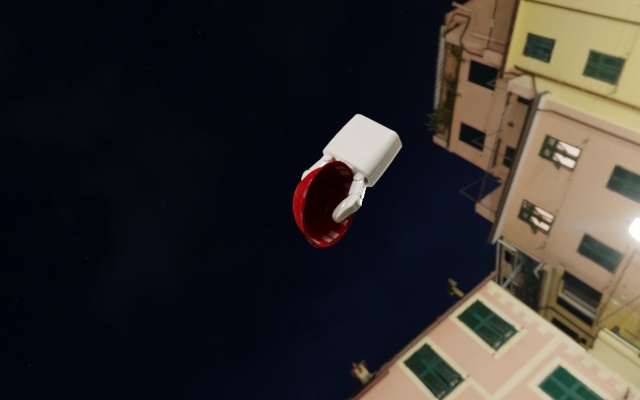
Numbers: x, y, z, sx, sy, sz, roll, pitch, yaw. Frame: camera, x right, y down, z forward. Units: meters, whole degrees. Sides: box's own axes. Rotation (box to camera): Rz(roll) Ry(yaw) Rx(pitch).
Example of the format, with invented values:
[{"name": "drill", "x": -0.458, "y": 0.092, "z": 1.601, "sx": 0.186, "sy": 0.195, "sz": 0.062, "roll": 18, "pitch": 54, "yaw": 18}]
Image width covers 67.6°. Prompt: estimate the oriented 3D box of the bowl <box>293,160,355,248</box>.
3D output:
[{"name": "bowl", "x": -0.001, "y": 0.004, "z": 0.874, "sx": 0.055, "sy": 0.162, "sz": 0.162, "roll": 14, "pitch": 8, "yaw": 37}]
